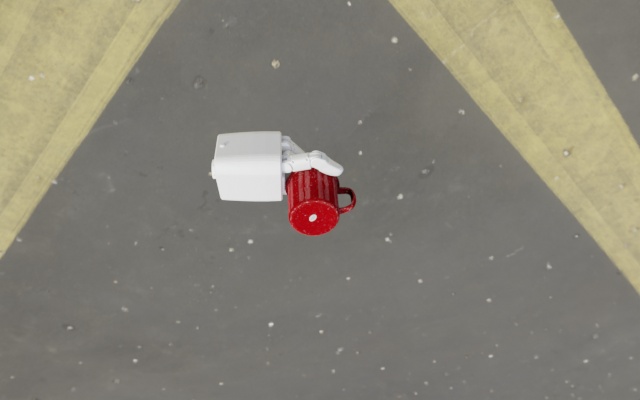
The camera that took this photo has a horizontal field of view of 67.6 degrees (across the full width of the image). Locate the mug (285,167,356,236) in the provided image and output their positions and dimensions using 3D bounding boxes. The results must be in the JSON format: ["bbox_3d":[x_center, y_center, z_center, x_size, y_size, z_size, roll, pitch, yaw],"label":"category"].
[{"bbox_3d":[0.002,0.003,0.781,0.117,0.093,0.081,-2,42,-3],"label":"mug"}]
